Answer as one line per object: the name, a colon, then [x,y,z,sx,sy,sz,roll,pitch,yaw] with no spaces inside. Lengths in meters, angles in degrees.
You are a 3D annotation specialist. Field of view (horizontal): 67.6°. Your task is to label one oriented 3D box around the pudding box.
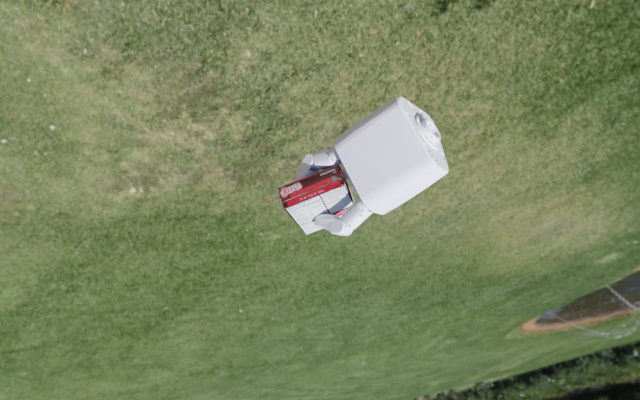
pudding box: [0.000,0.002,0.679,0.090,0.039,0.113,-20,-28,6]
